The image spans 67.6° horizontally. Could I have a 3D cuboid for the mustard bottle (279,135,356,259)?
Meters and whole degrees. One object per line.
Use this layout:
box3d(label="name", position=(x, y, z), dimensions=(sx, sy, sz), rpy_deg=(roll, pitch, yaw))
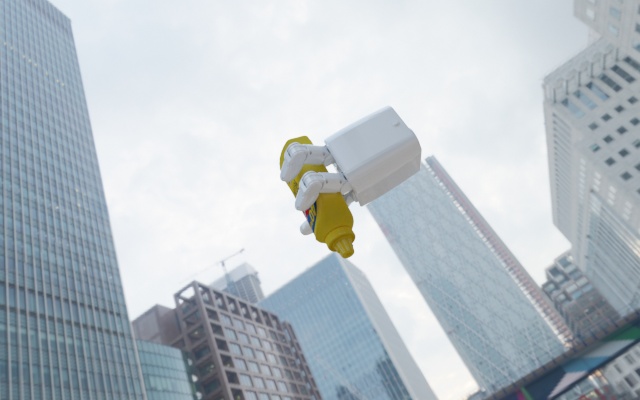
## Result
box3d(label="mustard bottle", position=(0.000, 0.002, 0.678), dimensions=(0.058, 0.191, 0.096), rpy_deg=(-16, -37, -19))
